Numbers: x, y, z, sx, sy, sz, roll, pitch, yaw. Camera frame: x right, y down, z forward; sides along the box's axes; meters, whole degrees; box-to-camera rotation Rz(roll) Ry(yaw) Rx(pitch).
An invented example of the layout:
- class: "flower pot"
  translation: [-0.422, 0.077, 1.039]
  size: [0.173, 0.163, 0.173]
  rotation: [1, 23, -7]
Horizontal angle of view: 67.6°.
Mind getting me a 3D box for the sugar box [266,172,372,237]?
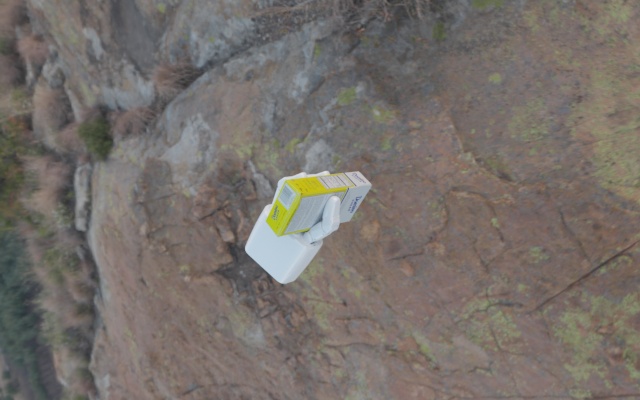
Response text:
- class: "sugar box"
  translation: [0.000, 0.002, 0.806]
  size: [0.176, 0.093, 0.048]
  rotation: [-11, 50, -47]
